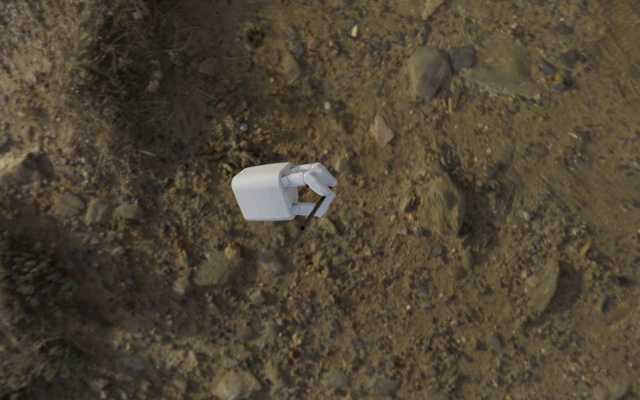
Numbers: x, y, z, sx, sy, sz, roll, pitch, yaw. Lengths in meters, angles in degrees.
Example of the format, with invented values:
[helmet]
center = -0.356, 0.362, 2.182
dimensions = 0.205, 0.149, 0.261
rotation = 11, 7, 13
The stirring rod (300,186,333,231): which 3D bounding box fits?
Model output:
[stirring rod]
center = 0.000, 0.003, 0.900
dimensions = 0.011, 0.011, 0.239
rotation = 0, 21, 15
